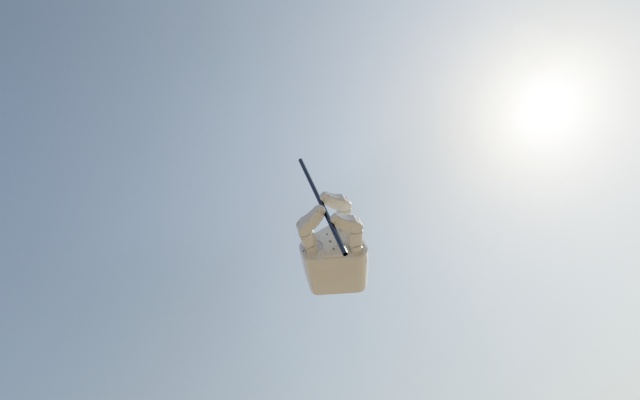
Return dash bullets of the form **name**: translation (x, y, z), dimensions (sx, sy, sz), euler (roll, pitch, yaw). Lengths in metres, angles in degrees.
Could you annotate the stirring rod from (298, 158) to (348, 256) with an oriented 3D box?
- **stirring rod**: translation (0.000, 0.003, 0.784), dimensions (0.011, 0.011, 0.239), euler (0, 39, -23)
